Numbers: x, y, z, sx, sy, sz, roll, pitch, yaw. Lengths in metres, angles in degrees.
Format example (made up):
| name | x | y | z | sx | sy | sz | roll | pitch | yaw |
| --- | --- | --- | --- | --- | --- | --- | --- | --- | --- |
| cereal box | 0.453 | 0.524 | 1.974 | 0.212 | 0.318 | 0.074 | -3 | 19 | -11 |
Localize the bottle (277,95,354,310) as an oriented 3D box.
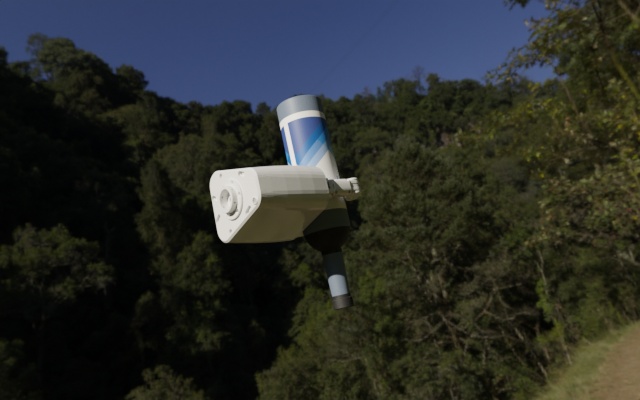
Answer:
| name | x | y | z | sx | sy | sz | roll | pitch | yaw |
| --- | --- | --- | --- | --- | --- | --- | --- | --- | --- |
| bottle | 0.000 | 0.002 | 0.663 | 0.069 | 0.295 | 0.069 | -12 | -12 | -3 |
